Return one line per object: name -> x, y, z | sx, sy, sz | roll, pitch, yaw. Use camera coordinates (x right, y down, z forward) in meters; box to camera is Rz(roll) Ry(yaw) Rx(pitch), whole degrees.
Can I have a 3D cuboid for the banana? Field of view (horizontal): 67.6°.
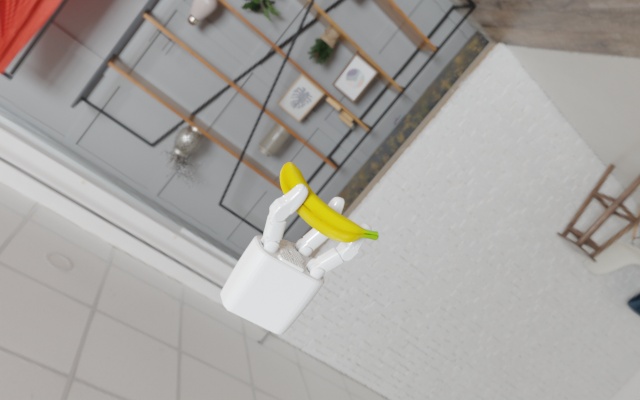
banana -> -0.009, 0.004, 0.675 | 0.197, 0.037, 0.069 | 42, 24, 31
